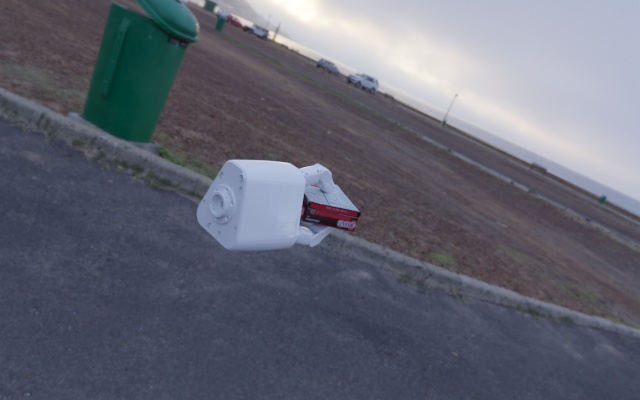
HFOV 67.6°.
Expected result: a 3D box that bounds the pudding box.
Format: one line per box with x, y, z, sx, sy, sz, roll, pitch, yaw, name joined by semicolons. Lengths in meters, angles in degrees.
0.000;0.002;0.738;0.090;0.039;0.113;14;21;-24;pudding box
